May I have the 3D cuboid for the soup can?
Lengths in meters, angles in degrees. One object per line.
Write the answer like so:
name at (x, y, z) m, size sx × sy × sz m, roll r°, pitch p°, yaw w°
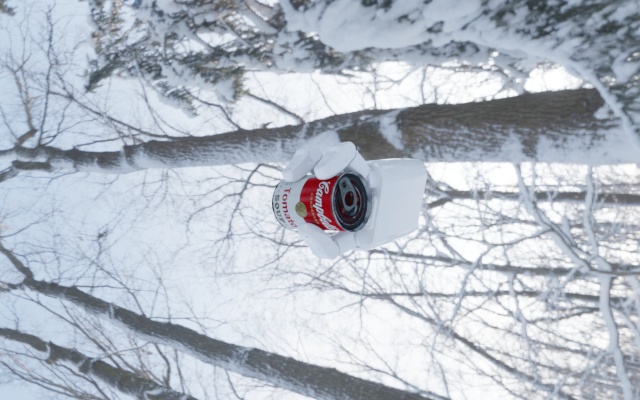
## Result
soup can at (0.000, 0.002, 0.561) m, size 0.102 × 0.068 × 0.068 m, roll -1°, pitch -1°, yaw 44°
